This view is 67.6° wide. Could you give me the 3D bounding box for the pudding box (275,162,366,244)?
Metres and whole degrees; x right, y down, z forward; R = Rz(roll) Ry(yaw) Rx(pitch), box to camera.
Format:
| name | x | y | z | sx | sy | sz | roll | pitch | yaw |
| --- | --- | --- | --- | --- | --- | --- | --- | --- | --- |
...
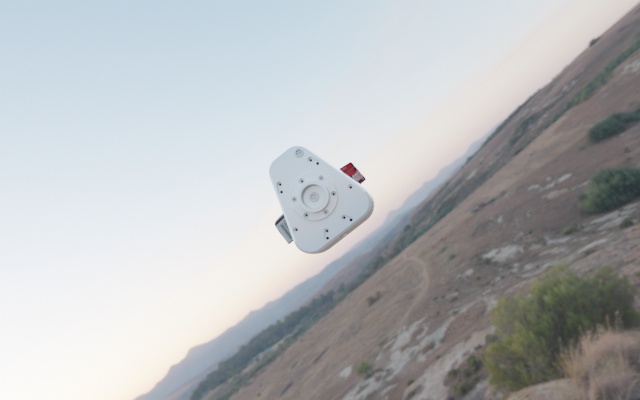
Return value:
| name | x | y | z | sx | sy | sz | roll | pitch | yaw |
| --- | --- | --- | --- | --- | --- | --- | --- | --- | --- |
| pudding box | 0.000 | 0.002 | 0.654 | 0.113 | 0.039 | 0.090 | -40 | -4 | 31 |
